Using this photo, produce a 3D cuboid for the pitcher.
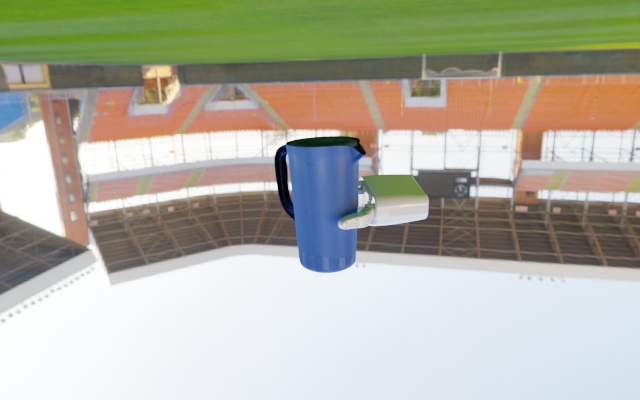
[{"bbox_3d":[0.000,0.003,0.885,0.145,0.243,0.149,-6,16,-13],"label":"pitcher"}]
